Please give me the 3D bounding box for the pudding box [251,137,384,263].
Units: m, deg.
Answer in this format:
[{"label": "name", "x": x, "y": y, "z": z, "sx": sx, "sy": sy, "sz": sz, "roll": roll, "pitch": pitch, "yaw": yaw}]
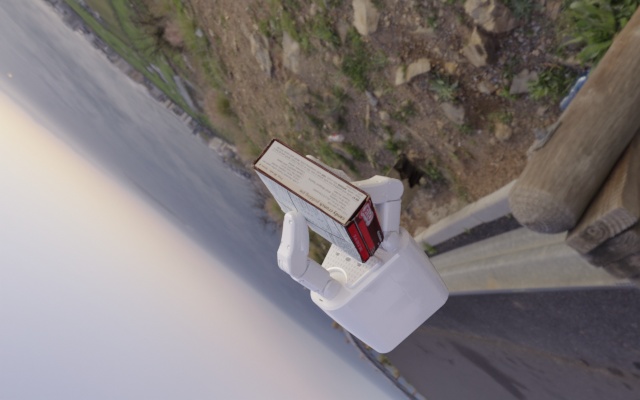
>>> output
[{"label": "pudding box", "x": 0.000, "y": 0.002, "z": 0.435, "sx": 0.113, "sy": 0.039, "sz": 0.090, "roll": 31, "pitch": -16, "yaw": 27}]
